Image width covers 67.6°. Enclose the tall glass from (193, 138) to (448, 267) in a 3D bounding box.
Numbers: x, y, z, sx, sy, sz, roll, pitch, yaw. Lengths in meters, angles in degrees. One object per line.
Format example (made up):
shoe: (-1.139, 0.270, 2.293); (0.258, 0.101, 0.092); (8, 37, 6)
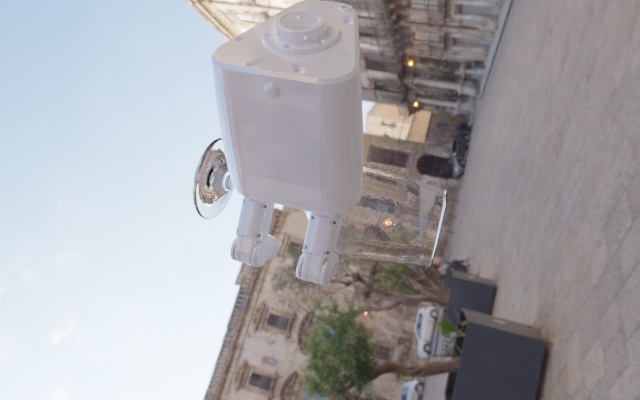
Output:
tall glass: (-0.001, 0.001, 0.401); (0.201, 0.079, 0.079); (13, 3, 15)
